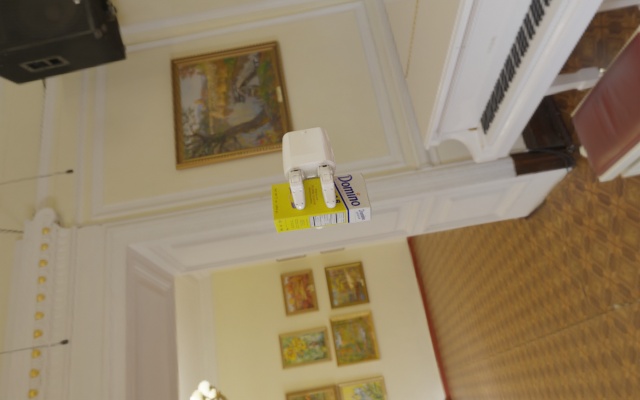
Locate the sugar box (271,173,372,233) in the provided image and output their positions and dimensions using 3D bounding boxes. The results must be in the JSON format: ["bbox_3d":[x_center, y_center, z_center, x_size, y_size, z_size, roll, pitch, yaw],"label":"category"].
[{"bbox_3d":[0.000,0.002,0.885,0.176,0.093,0.048,-10,-42,0],"label":"sugar box"}]
